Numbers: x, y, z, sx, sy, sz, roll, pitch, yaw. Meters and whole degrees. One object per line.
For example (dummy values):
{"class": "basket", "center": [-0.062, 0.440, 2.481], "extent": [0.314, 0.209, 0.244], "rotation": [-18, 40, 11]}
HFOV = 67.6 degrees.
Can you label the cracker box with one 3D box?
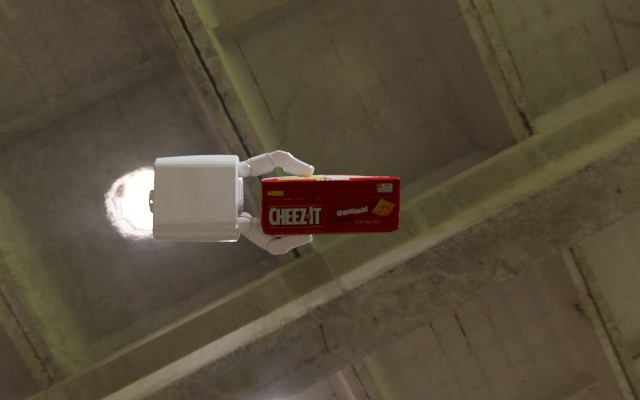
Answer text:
{"class": "cracker box", "center": [0.000, 0.002, 0.654], "extent": [0.164, 0.072, 0.213], "rotation": [-2, 4, -7]}
